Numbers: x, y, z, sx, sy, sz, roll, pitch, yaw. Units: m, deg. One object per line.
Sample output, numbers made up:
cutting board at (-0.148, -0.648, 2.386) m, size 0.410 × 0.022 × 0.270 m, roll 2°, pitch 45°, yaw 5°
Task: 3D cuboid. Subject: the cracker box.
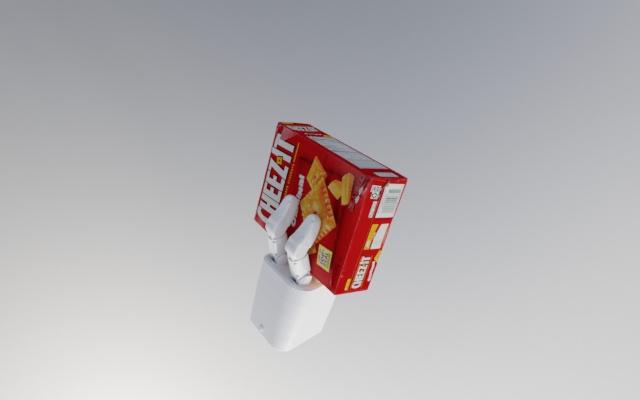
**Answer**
cracker box at (0.000, 0.002, 0.659) m, size 0.072 × 0.164 × 0.213 m, roll 0°, pitch 25°, yaw -40°
